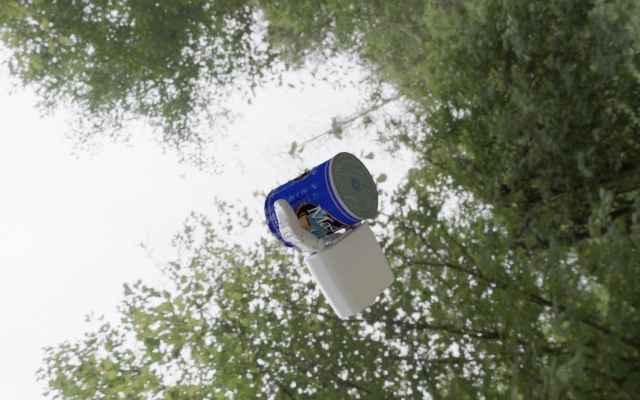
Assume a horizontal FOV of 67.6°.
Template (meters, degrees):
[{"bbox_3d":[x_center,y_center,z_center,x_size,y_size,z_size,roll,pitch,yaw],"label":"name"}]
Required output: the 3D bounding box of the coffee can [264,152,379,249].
[{"bbox_3d":[0.000,0.002,0.711,0.140,0.102,0.103,-26,-16,36],"label":"coffee can"}]
